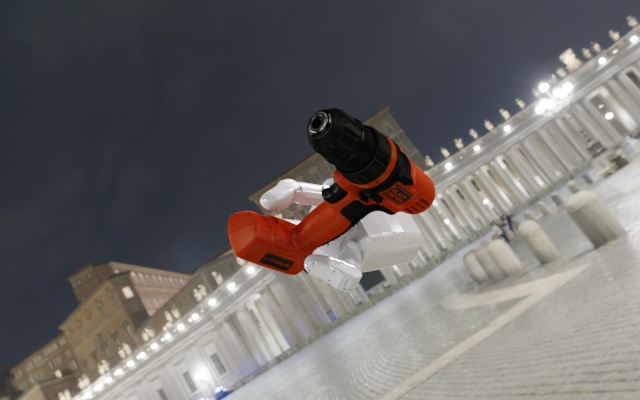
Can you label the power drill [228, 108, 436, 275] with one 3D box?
[{"bbox_3d":[0.000,0.002,0.466,0.188,0.057,0.184,-31,-37,25],"label":"power drill"}]
